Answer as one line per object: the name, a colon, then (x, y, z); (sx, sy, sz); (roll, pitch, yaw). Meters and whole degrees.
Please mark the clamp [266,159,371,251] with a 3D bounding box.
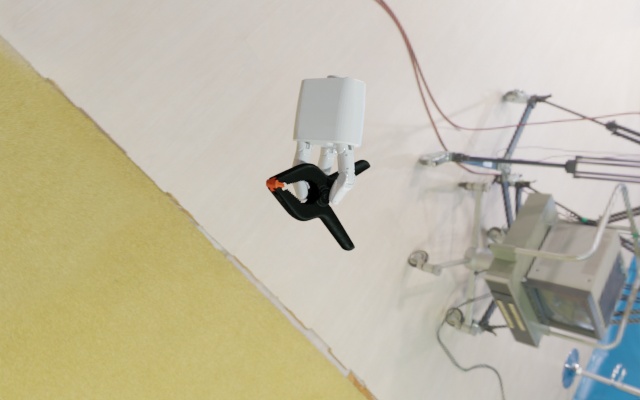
clamp: (0.000, 0.002, 0.795); (0.210, 0.164, 0.036); (5, 1, -41)
